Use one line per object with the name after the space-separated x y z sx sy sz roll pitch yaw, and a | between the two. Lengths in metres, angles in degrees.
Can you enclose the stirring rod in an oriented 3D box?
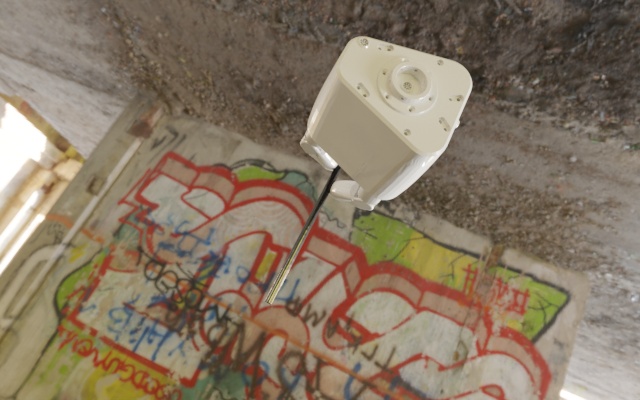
0.000 0.002 0.516 0.011 0.239 0.011 24 -20 9 | stirring rod
